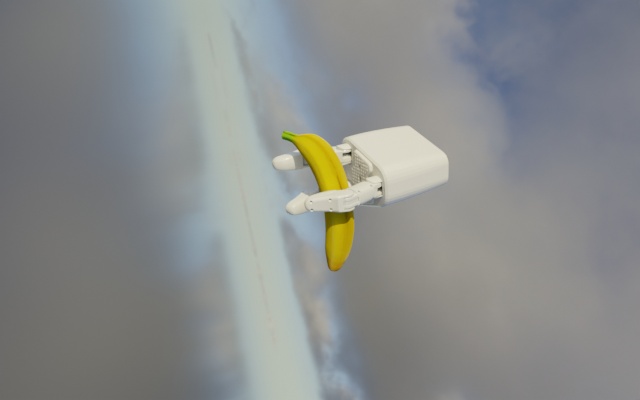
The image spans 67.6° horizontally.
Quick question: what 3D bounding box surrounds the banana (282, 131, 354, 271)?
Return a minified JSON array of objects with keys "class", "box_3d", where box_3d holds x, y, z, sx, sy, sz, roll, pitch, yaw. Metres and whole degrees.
[{"class":"banana","box_3d":[0.010,-0.003,0.613,0.037,0.198,0.069,-22,6,-38]}]
